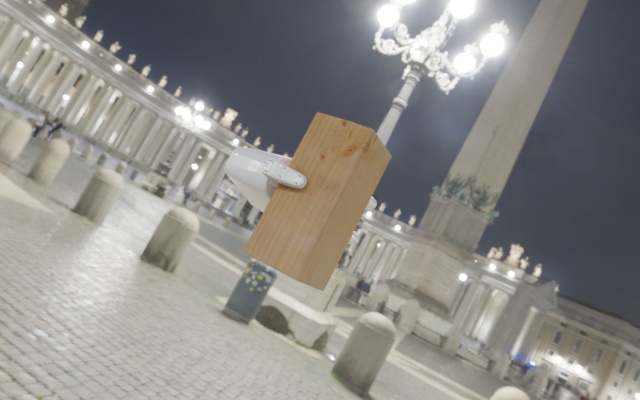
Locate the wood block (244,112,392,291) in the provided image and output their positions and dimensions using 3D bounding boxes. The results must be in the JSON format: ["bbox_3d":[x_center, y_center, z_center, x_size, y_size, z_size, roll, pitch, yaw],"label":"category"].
[{"bbox_3d":[0.000,0.002,0.629,0.090,0.206,0.091,23,-7,31],"label":"wood block"}]
